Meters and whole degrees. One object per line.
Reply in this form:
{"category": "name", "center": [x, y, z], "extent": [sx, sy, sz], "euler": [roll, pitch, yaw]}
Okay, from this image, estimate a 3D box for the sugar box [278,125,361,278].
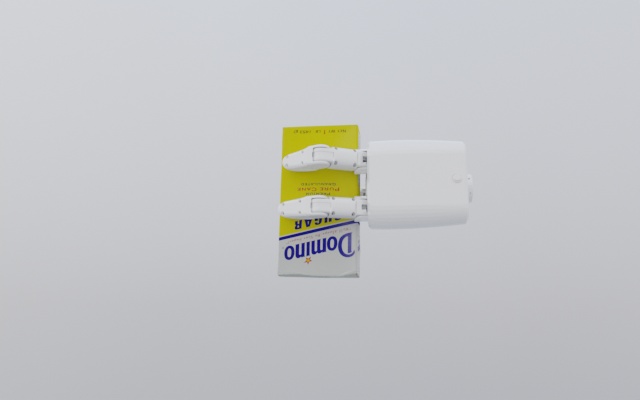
{"category": "sugar box", "center": [0.000, 0.002, 0.561], "extent": [0.093, 0.176, 0.048], "euler": [-1, -13, 9]}
